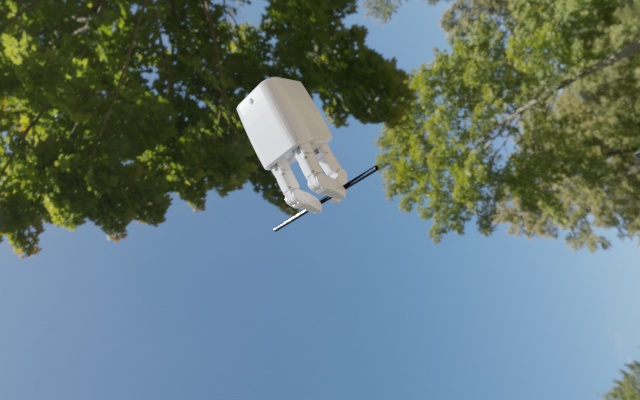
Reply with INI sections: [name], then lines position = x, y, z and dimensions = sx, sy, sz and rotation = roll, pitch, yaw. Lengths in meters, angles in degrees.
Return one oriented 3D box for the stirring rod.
[stirring rod]
position = 0.000, 0.002, 0.731
dimensions = 0.011, 0.011, 0.239
rotation = 0, -23, -44
